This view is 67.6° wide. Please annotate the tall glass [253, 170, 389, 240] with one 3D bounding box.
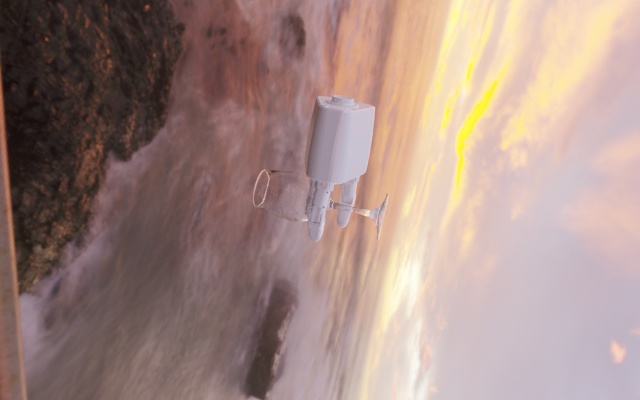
[{"bbox_3d":[0.001,0.003,0.742,0.201,0.079,0.079,13,2,10],"label":"tall glass"}]
